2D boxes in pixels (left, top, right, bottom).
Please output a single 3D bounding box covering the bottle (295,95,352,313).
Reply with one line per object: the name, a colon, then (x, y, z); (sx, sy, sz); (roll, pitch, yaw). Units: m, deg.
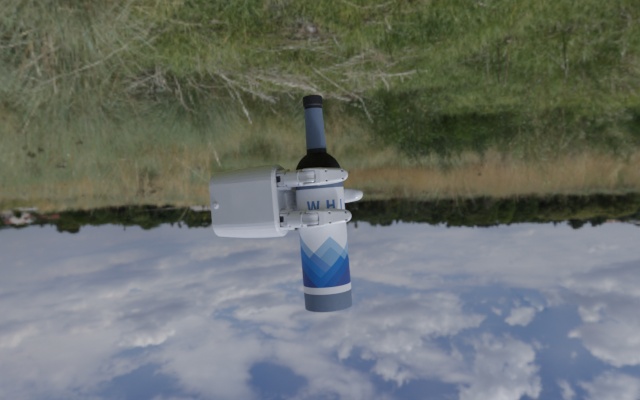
bottle: (0.000, 0.002, 0.667); (0.069, 0.295, 0.069); (-5, 1, 0)
